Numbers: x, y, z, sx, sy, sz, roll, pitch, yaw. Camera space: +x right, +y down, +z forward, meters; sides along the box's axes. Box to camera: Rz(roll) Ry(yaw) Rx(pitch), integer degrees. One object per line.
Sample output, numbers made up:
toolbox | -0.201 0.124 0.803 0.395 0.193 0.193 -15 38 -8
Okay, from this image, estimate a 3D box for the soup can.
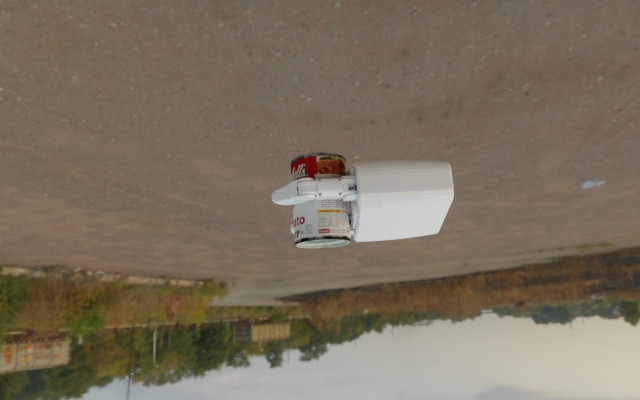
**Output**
soup can | 0.000 0.002 0.569 0.068 0.102 0.068 -3 -14 -1
